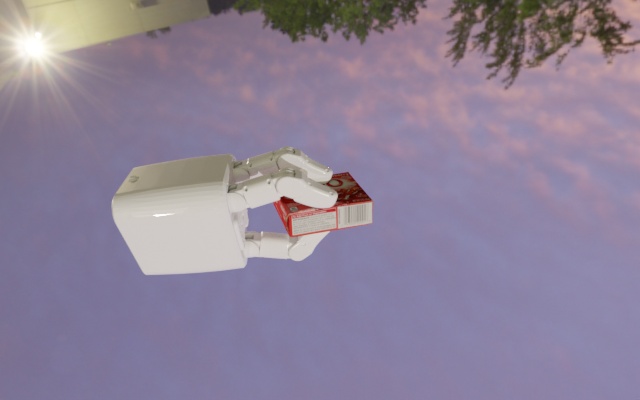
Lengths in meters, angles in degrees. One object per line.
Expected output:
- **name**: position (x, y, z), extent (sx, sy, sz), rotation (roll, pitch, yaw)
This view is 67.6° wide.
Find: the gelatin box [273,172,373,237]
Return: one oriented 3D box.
- **gelatin box**: position (0.000, 0.002, 0.491), extent (0.089, 0.030, 0.073), rotation (-8, 28, -14)
